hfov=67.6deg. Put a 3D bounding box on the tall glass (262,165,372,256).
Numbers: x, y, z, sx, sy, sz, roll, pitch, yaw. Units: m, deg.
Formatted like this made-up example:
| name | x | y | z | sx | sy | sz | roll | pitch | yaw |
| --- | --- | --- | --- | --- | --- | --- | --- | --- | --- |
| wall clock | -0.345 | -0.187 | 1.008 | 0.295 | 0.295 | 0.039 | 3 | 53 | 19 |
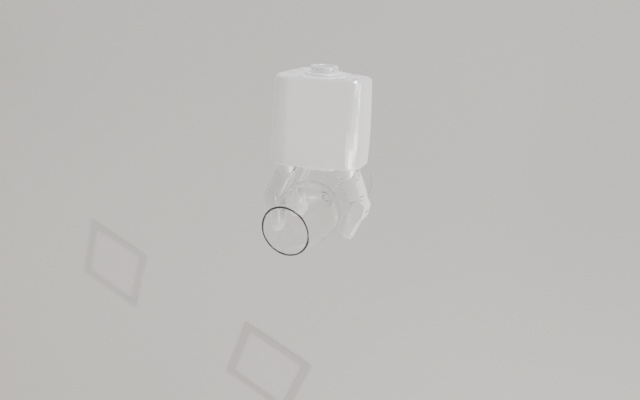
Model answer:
| name | x | y | z | sx | sy | sz | roll | pitch | yaw |
| --- | --- | --- | --- | --- | --- | --- | --- | --- | --- |
| tall glass | 0.000 | 0.002 | 0.629 | 0.079 | 0.079 | 0.201 | 0 | 20 | 26 |
